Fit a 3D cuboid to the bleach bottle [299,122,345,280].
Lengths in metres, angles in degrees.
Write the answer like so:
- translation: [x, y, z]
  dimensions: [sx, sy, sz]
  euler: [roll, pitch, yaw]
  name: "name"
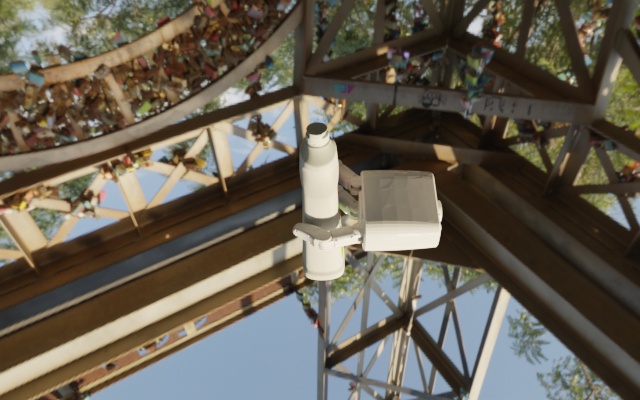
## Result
- translation: [0.000, 0.002, 0.699]
  dimensions: [0.068, 0.251, 0.102]
  euler: [-3, 44, 0]
  name: "bleach bottle"
